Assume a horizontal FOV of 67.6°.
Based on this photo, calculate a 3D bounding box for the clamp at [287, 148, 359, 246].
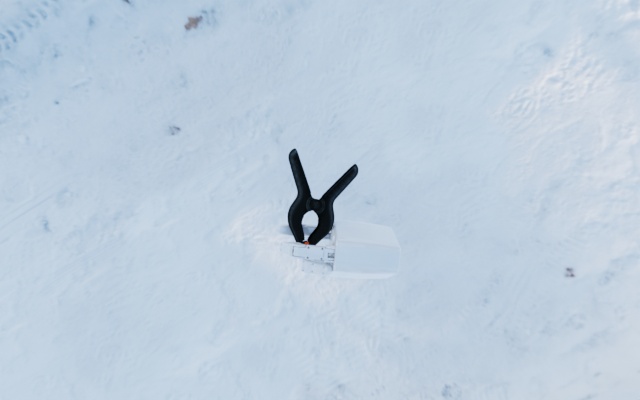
[{"bbox_3d":[0.000,0.003,0.800,0.120,0.171,0.039,5,2,-4],"label":"clamp"}]
